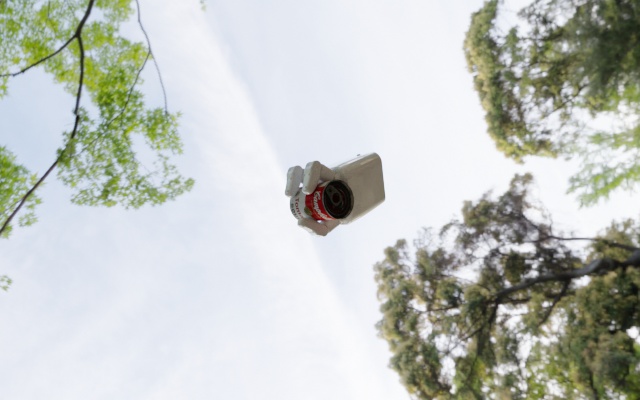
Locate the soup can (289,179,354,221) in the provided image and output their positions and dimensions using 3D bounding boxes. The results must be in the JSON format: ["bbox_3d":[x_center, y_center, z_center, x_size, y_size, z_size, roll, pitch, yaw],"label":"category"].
[{"bbox_3d":[0.000,0.003,0.838,0.068,0.068,0.102,0,-5,-38],"label":"soup can"}]
